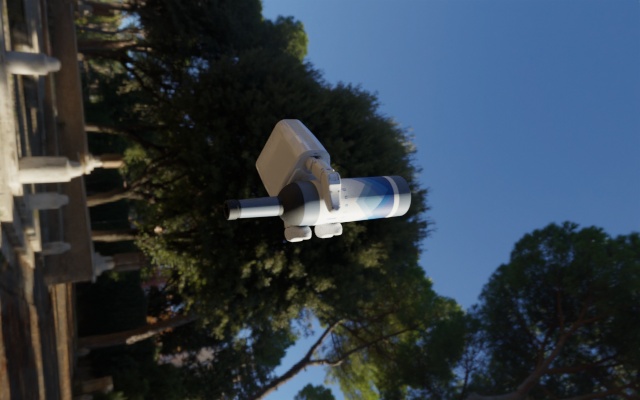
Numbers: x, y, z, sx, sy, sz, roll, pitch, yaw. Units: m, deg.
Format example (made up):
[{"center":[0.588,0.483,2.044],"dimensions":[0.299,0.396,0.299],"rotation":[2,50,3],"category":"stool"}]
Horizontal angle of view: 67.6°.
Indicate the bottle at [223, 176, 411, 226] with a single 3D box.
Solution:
[{"center":[0.000,0.002,0.722],"dimensions":[0.296,0.069,0.069],"rotation":[-5,2,-28],"category":"bottle"}]
